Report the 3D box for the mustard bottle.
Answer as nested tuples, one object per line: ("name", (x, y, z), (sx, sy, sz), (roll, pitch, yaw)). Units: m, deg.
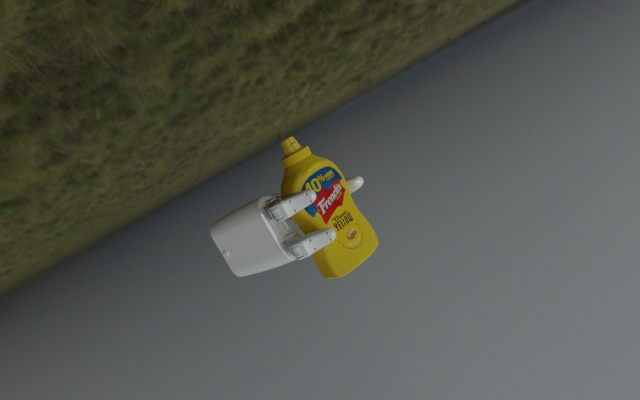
("mustard bottle", (0.000, 0.002, 0.642), (0.096, 0.191, 0.058), (-35, 11, -34))
